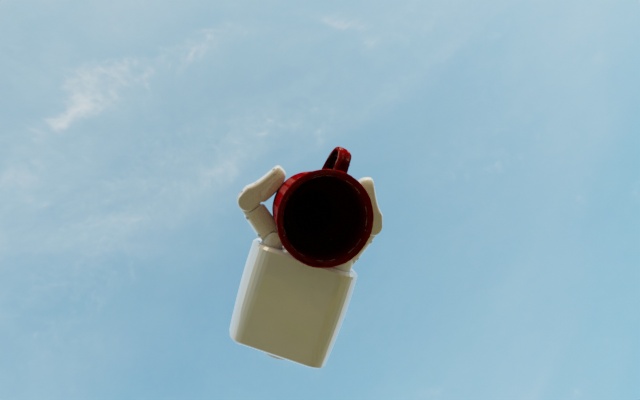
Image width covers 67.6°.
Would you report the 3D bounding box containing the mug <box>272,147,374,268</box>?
[{"bbox_3d":[0.000,0.000,0.479,0.093,0.117,0.081,18,2,-15],"label":"mug"}]
